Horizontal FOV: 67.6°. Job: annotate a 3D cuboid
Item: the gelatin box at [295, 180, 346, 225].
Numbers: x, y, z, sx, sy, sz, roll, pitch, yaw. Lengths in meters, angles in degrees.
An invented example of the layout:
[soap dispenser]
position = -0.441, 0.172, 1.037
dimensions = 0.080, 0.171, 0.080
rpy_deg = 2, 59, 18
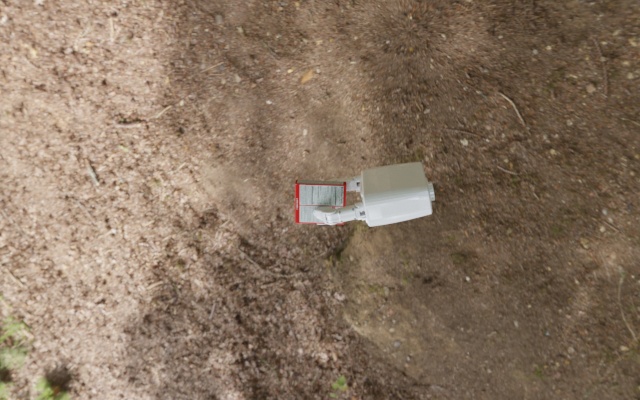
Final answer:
[gelatin box]
position = 0.000, 0.003, 0.834
dimensions = 0.089, 0.073, 0.030
rpy_deg = 1, 18, 1
